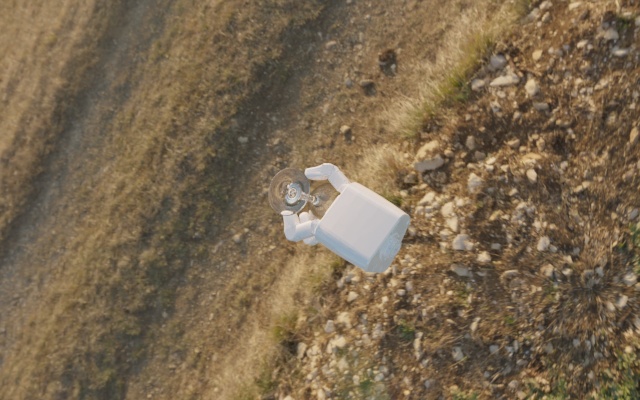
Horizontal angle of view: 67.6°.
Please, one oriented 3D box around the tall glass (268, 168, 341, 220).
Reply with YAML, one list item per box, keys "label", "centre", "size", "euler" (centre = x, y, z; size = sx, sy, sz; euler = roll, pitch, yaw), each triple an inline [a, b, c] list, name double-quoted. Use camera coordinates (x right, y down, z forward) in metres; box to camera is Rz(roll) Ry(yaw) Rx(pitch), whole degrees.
- label: "tall glass"
  centre: [0.000, 0.002, 0.807]
  size: [0.079, 0.079, 0.201]
  euler: [0, -9, 29]
